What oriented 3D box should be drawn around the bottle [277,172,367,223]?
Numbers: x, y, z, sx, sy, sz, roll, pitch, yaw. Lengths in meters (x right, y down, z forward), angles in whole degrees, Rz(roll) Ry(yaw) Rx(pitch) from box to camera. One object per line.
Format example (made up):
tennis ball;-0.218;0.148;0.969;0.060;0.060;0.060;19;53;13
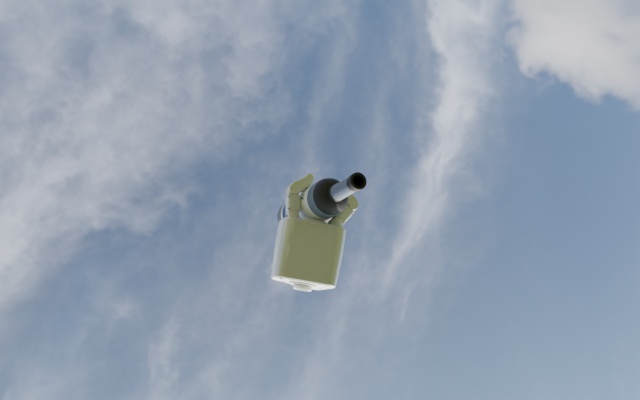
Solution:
bottle;0.000;0.003;0.848;0.069;0.069;0.296;0;-13;-24
